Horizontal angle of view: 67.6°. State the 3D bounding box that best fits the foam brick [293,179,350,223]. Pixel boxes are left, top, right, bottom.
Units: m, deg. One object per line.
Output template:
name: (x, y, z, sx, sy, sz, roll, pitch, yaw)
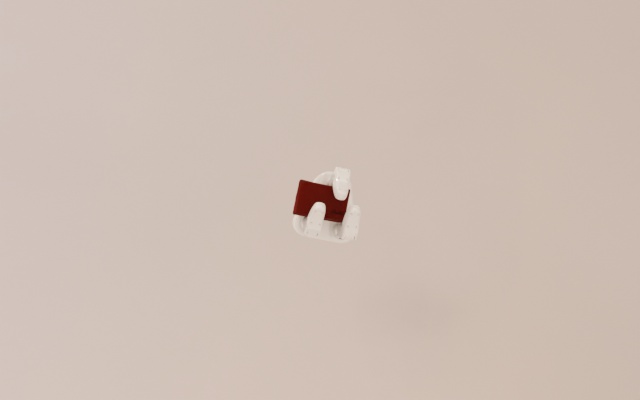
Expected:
foam brick: (0.000, 0.002, 0.729, 0.078, 0.053, 0.051, 12, -4, -7)
